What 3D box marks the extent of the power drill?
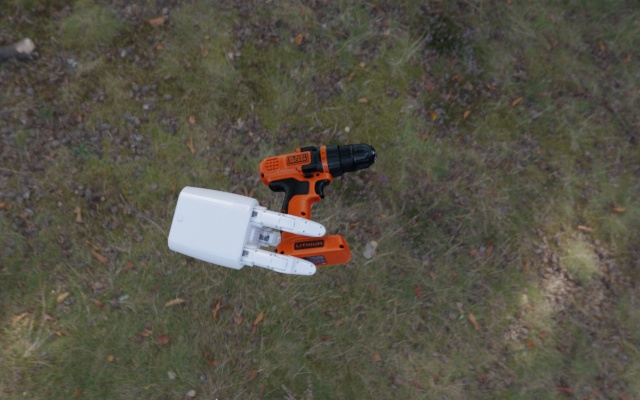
[{"bbox_3d":[0.000,0.003,0.713,0.184,0.187,0.057,-10,-30,10],"label":"power drill"}]
